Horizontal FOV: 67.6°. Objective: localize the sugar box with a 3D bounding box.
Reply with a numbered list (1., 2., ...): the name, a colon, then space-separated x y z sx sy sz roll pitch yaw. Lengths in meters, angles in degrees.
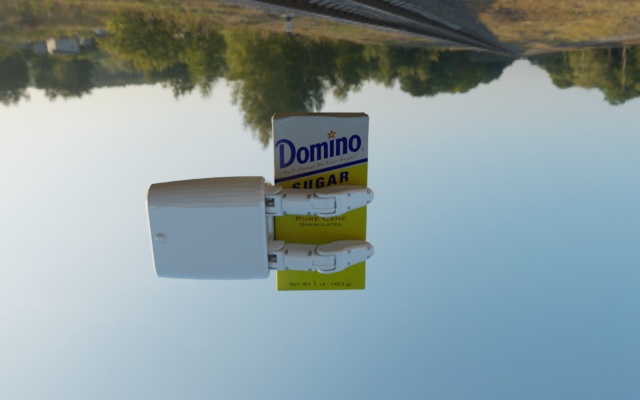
1. sugar box: 0.000 0.002 0.477 0.093 0.176 0.048 -1 17 -2
